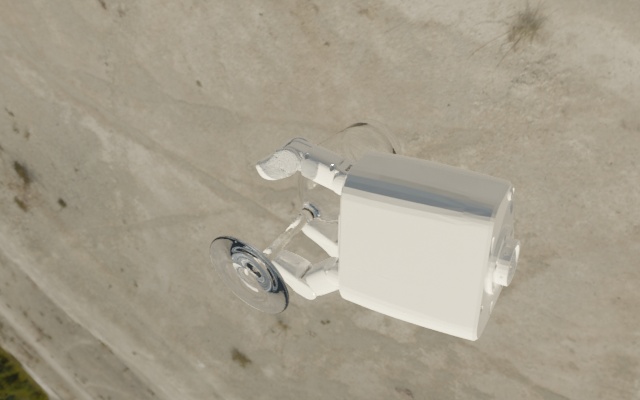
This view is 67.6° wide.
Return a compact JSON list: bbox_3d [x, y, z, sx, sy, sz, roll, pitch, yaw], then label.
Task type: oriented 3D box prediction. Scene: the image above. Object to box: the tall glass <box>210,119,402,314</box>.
[{"bbox_3d":[0.000,0.002,0.415,0.079,0.079,0.201,0,34,40],"label":"tall glass"}]
